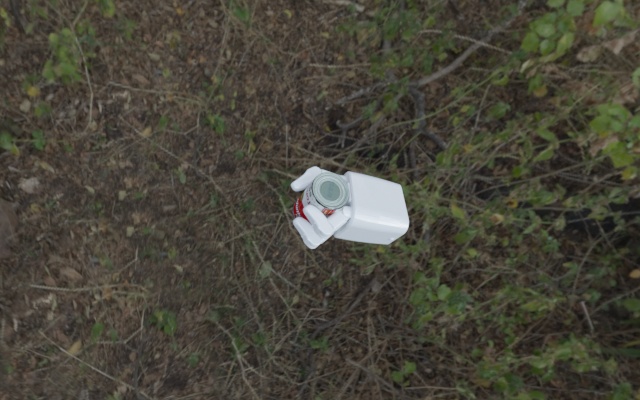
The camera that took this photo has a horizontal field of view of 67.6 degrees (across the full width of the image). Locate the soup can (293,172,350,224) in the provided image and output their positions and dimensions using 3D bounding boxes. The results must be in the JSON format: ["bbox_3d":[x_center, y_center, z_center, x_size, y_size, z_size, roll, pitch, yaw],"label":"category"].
[{"bbox_3d":[0.000,0.002,0.814,0.068,0.068,0.102,0,-22,-22],"label":"soup can"}]
